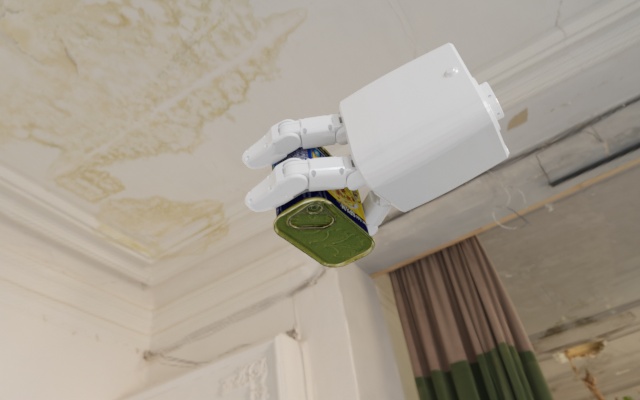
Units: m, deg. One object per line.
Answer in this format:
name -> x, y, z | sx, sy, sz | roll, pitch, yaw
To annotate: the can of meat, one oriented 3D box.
can of meat -> 0.000, 0.001, 0.446 | 0.057, 0.083, 0.102 | -30, -44, 22
